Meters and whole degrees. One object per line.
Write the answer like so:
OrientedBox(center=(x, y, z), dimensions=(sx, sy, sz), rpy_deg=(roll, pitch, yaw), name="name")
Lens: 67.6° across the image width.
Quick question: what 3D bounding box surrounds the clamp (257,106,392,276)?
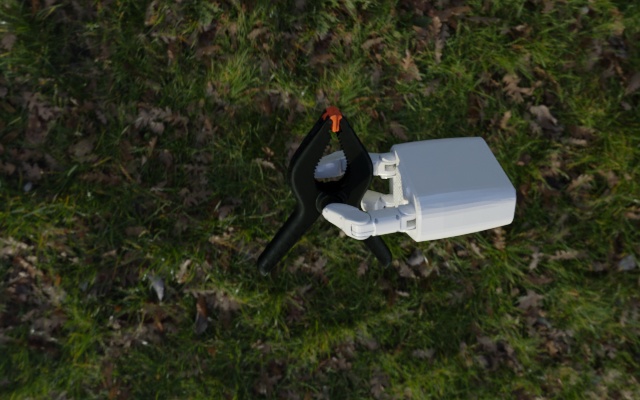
OrientedBox(center=(0.000, 0.002, 0.533), dimensions=(0.164, 0.210, 0.036), rpy_deg=(-9, 31, -6), name="clamp")
